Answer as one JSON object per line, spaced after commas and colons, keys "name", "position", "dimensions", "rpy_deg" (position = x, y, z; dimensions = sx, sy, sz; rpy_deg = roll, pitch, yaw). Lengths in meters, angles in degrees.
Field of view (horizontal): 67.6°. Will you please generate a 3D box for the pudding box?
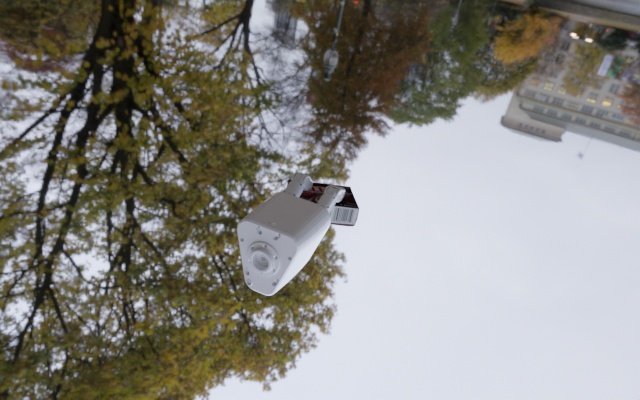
{"name": "pudding box", "position": [0.000, 0.003, 0.788], "dimensions": [0.113, 0.039, 0.090], "rpy_deg": [8, 24, -10]}
